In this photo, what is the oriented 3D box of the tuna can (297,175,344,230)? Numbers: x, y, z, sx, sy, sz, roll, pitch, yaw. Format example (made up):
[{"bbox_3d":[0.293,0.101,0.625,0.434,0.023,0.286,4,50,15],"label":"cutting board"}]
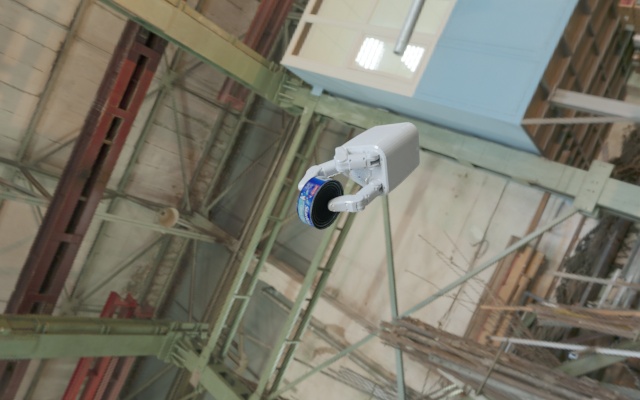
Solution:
[{"bbox_3d":[0.000,0.002,0.789,0.033,0.086,0.086,21,12,35],"label":"tuna can"}]
